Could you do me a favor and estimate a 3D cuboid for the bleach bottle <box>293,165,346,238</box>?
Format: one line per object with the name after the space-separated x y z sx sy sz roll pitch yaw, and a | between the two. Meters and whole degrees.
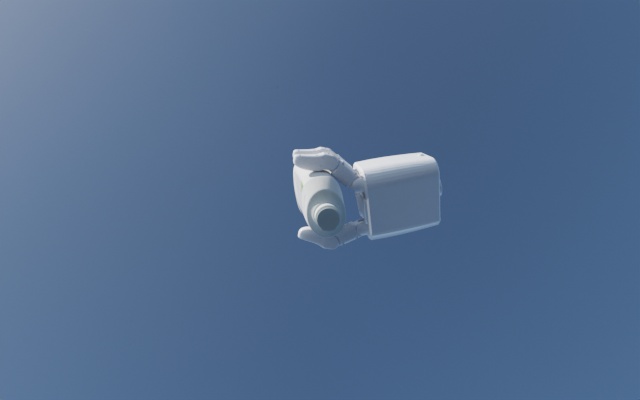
0.000 0.002 0.686 0.068 0.102 0.250 -11 14 -2 | bleach bottle
